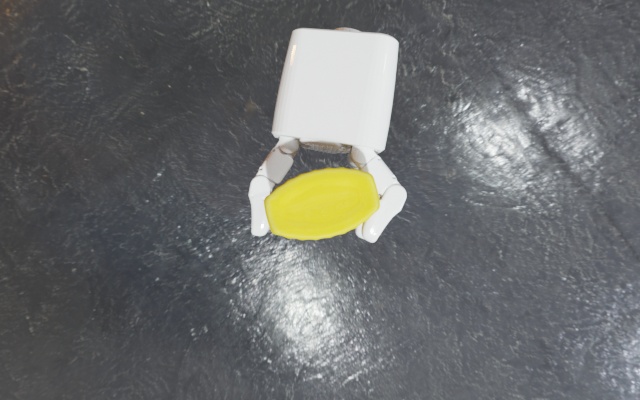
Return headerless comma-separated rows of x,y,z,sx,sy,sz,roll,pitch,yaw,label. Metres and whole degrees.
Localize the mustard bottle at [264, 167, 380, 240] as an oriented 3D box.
0.000,0.002,0.484,0.096,0.058,0.191,-15,1,-1,mustard bottle
